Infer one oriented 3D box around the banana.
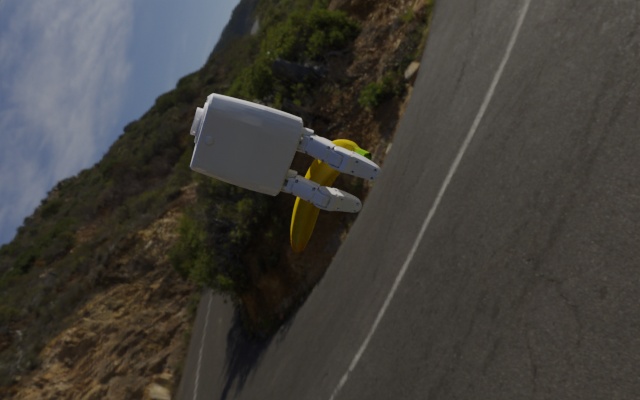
[{"bbox_3d":[-0.001,-0.014,0.624,0.037,0.069,0.198,12,-46,-23],"label":"banana"}]
